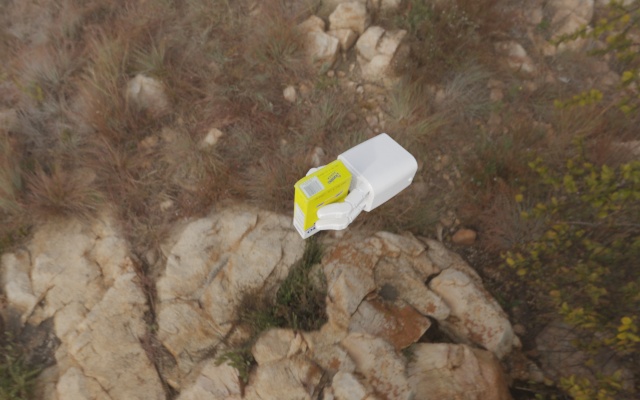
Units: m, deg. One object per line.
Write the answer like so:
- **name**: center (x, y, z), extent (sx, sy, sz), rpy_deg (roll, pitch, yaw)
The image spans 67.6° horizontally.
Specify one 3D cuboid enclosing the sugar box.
- **sugar box**: center (0.001, 0.003, 0.863), extent (0.093, 0.048, 0.176), rpy_deg (-30, -22, -15)
